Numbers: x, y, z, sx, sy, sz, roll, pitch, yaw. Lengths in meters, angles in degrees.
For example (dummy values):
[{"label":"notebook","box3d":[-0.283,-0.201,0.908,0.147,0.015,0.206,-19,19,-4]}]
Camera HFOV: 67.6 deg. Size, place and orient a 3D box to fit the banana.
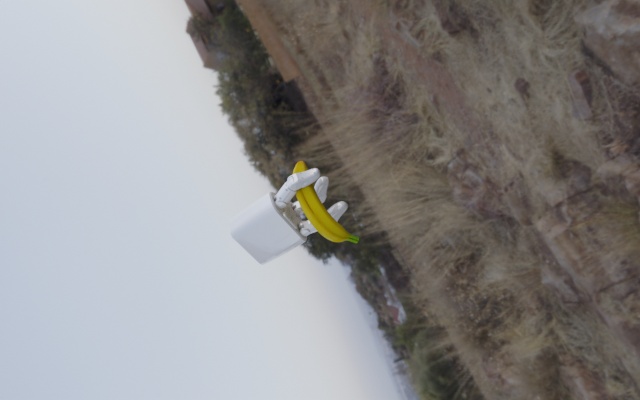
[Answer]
[{"label":"banana","box3d":[-0.009,0.005,0.870,0.037,0.197,0.069,-44,-23,26]}]
